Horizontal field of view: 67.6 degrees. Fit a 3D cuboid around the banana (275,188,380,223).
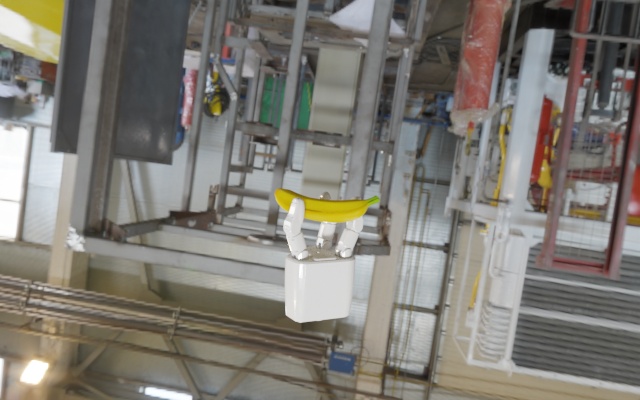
[{"bbox_3d":[-0.006,0.009,0.795,0.198,0.037,0.069,7,21,27],"label":"banana"}]
